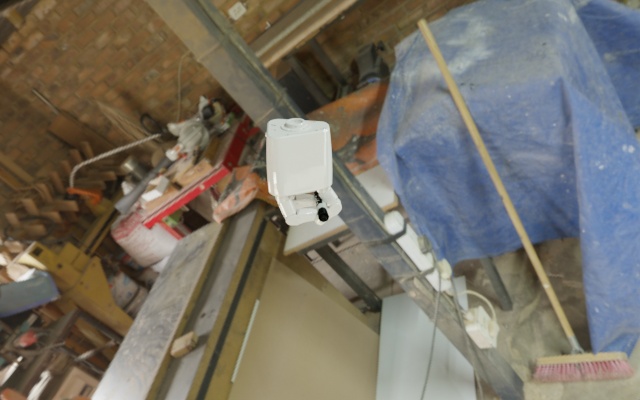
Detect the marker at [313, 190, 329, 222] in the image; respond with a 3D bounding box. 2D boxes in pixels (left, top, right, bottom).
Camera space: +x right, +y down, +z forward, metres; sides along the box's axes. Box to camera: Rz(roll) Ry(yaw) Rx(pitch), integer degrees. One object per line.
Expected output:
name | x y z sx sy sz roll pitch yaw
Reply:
marker | 0.000 0.003 0.862 0.020 0.020 0.121 0 28 -6
